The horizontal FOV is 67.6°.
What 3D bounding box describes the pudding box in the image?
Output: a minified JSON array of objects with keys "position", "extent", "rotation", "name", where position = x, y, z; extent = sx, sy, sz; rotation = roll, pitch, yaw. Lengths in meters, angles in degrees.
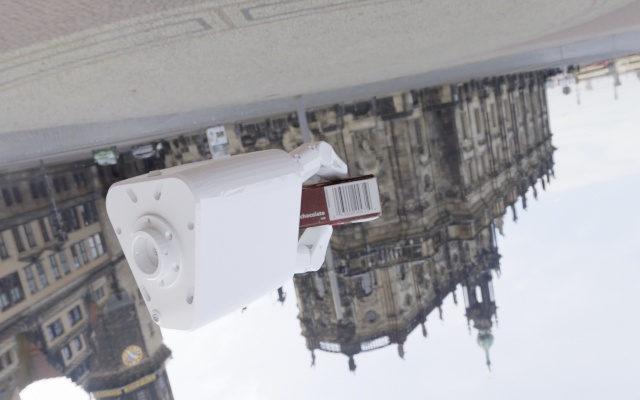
[{"position":[0.000,0.002,0.458],"extent":[0.113,0.039,0.090],"rotation":[-8,5,5],"name":"pudding box"}]
